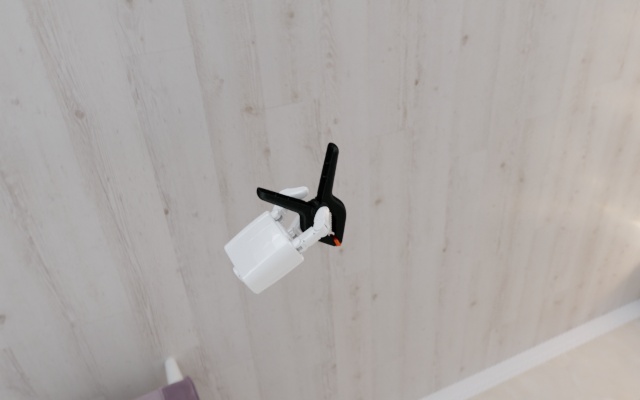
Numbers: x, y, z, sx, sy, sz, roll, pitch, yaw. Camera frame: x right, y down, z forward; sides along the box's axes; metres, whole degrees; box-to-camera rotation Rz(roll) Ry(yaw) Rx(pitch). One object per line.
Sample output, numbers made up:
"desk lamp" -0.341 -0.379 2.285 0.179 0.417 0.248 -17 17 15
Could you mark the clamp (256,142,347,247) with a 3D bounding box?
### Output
"clamp" 0.001 0.004 0.886 0.164 0.210 0.036 -37 37 -2
